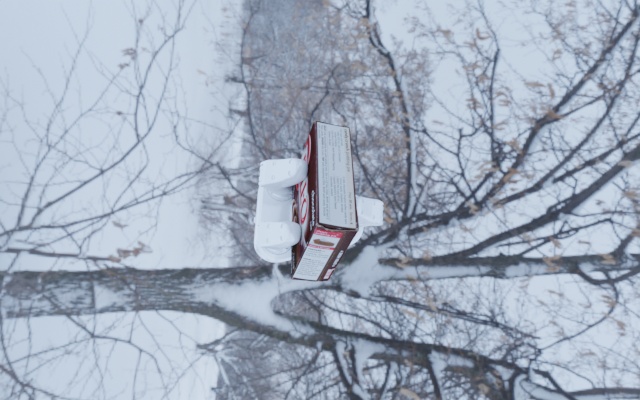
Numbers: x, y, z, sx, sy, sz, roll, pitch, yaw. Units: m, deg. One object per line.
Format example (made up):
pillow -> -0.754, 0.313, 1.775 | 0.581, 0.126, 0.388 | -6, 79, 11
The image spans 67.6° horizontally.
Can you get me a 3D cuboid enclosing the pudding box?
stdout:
pudding box -> 0.000, 0.001, 0.418 | 0.039, 0.113, 0.090 | 6, -37, -13
